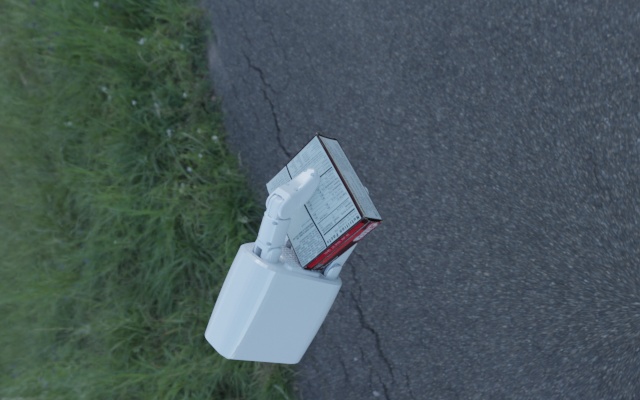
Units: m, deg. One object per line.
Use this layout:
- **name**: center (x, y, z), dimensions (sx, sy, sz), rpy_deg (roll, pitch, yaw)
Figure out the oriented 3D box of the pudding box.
- **pudding box**: center (0.000, 0.002, 0.490), dimensions (0.090, 0.113, 0.039), rpy_deg (-41, -29, 26)
